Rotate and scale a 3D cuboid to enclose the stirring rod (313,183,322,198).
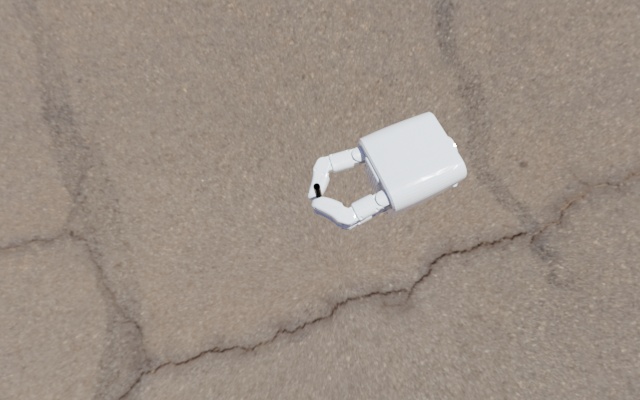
[{"bbox_3d":[0.000,0.002,0.668,0.011,0.011,0.239,0,-9,2],"label":"stirring rod"}]
